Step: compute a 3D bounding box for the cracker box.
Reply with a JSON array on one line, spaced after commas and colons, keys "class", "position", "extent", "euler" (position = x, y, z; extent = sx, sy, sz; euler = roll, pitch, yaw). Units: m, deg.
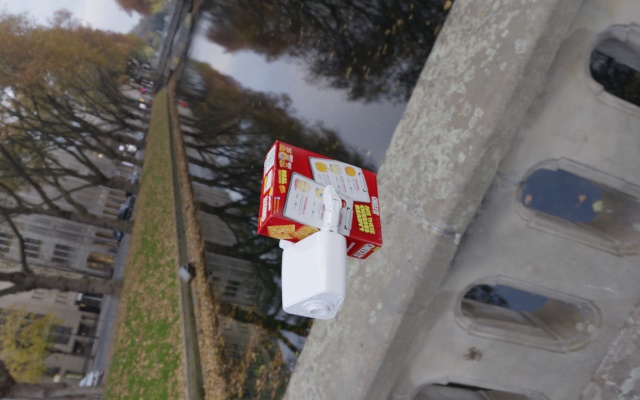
[{"class": "cracker box", "position": [0.000, 0.003, 0.863], "extent": [0.214, 0.164, 0.072], "euler": [17, -38, -23]}]
